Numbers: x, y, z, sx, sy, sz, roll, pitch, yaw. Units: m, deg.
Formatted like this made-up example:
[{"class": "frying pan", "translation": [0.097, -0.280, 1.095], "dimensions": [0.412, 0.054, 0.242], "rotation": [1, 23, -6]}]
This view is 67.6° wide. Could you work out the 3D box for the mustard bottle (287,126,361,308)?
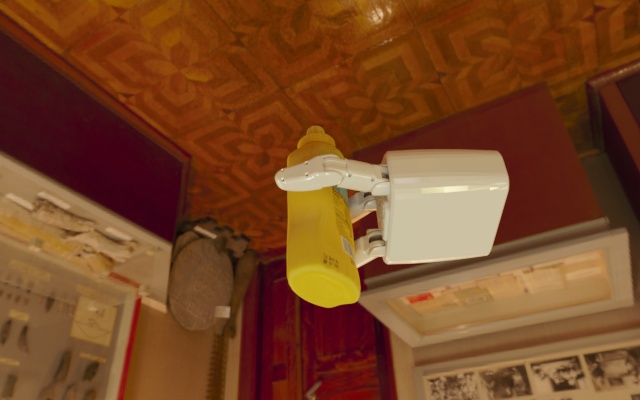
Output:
[{"class": "mustard bottle", "translation": [0.000, 0.002, 0.478], "dimensions": [0.058, 0.191, 0.096], "rotation": [-16, -35, 19]}]
